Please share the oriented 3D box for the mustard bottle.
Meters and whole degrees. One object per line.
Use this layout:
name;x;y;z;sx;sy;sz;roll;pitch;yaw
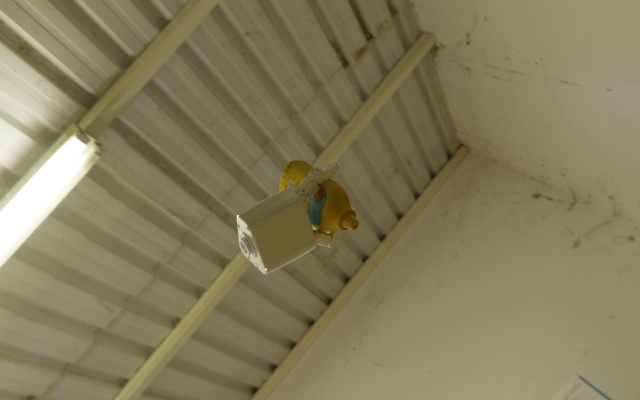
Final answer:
mustard bottle;0.000;0.003;0.869;0.058;0.096;0.191;-5;28;-40
